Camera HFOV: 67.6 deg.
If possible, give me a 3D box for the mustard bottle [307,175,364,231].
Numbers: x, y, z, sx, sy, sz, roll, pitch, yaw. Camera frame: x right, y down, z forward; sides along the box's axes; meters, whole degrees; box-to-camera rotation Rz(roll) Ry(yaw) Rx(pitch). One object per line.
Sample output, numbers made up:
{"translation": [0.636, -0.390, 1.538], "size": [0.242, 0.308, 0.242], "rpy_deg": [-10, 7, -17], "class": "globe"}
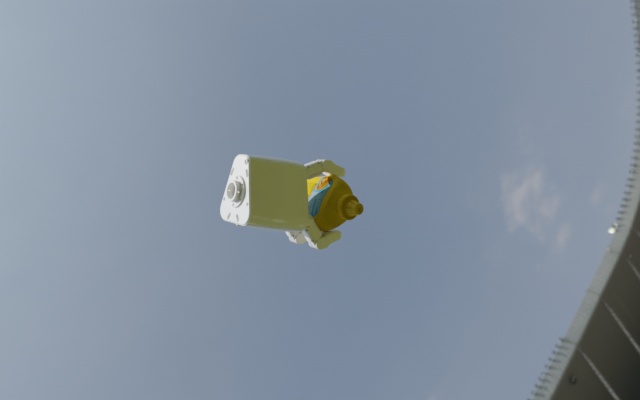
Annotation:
{"translation": [0.000, 0.003, 0.809], "size": [0.058, 0.096, 0.191], "rpy_deg": [38, -18, -36], "class": "mustard bottle"}
